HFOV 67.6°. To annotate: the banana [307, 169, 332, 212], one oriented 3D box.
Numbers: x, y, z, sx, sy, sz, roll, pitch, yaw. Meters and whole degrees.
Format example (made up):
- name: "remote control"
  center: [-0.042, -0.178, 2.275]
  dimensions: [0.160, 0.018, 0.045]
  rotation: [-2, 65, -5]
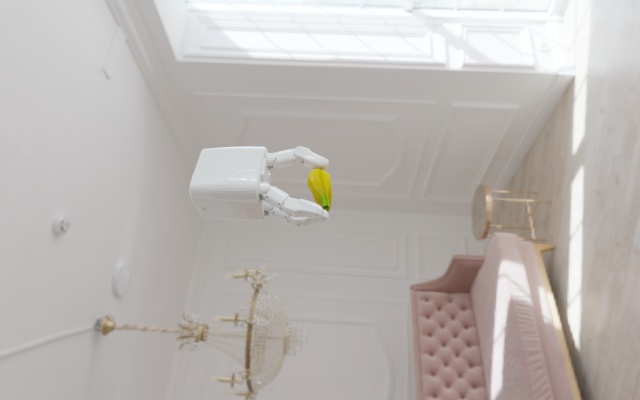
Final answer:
- name: "banana"
  center: [-0.001, -0.016, 0.798]
  dimensions: [0.037, 0.069, 0.198]
  rotation: [-2, -2, 3]
